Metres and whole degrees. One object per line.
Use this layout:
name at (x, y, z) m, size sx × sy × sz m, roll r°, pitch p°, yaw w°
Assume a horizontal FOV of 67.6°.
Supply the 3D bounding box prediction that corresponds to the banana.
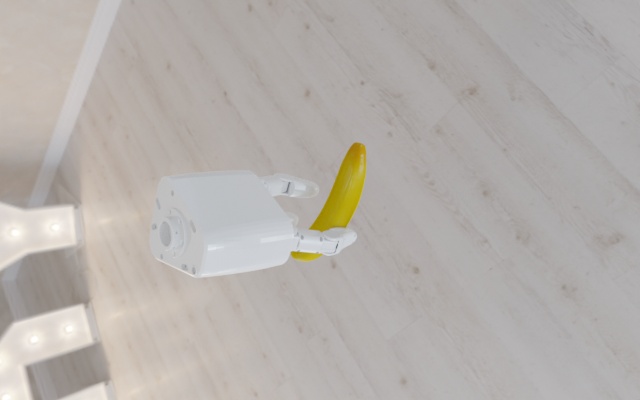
banana at (0.006, 0.018, 0.587) m, size 0.037 × 0.069 × 0.198 m, roll -1°, pitch -39°, yaw -41°
